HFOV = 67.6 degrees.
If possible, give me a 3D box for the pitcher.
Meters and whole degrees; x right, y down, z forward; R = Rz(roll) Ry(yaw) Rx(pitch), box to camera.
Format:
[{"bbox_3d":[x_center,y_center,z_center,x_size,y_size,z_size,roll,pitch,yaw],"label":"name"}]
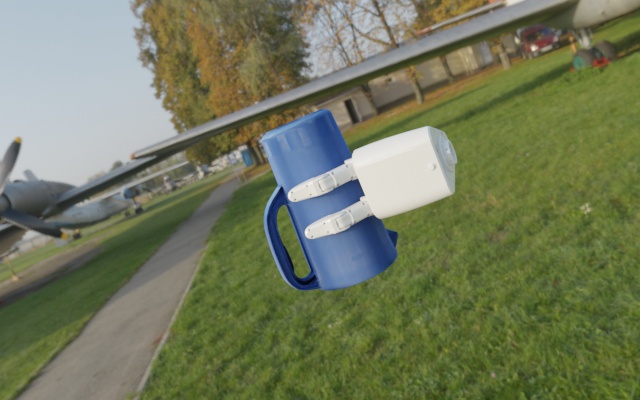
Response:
[{"bbox_3d":[0.000,0.002,0.691,0.145,0.243,0.149,-18,11,27],"label":"pitcher"}]
